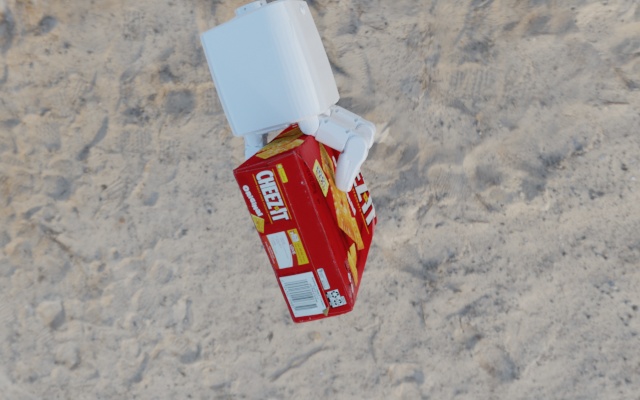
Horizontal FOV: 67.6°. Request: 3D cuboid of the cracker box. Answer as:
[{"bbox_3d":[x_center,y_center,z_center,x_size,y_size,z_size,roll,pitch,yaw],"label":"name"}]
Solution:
[{"bbox_3d":[0.000,0.002,0.522,0.072,0.164,0.213,-15,17,18],"label":"cracker box"}]
